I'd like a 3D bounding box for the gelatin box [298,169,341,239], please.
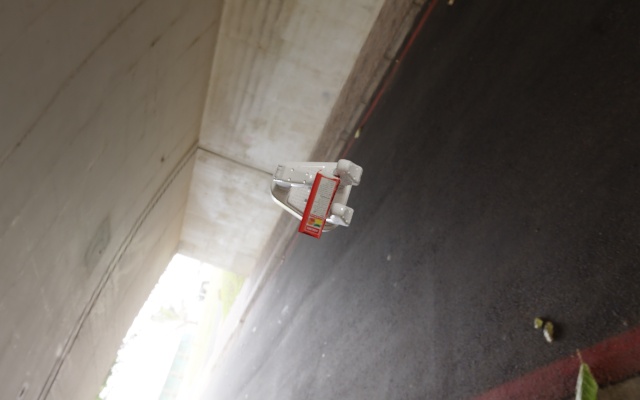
[{"bbox_3d":[0.000,0.002,0.584,0.030,0.073,0.089,19,6,1],"label":"gelatin box"}]
